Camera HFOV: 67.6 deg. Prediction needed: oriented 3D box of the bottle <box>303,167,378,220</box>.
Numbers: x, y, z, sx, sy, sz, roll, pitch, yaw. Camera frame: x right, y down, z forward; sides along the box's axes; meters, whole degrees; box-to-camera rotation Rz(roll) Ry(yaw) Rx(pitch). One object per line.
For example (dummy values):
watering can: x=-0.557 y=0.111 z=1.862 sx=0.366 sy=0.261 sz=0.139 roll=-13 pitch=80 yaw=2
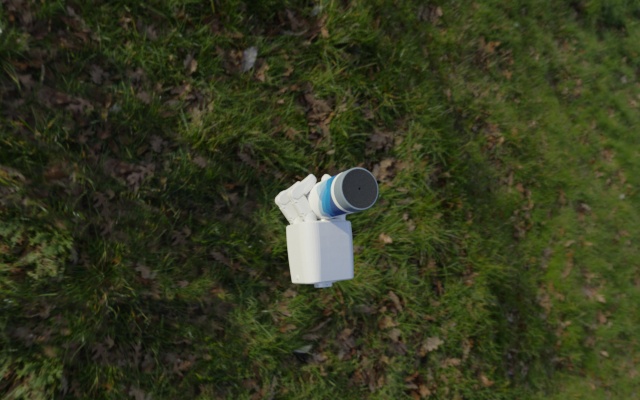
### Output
bottle: x=0.000 y=0.003 z=0.861 sx=0.069 sy=0.069 sz=0.296 roll=0 pitch=-8 yaw=-24
